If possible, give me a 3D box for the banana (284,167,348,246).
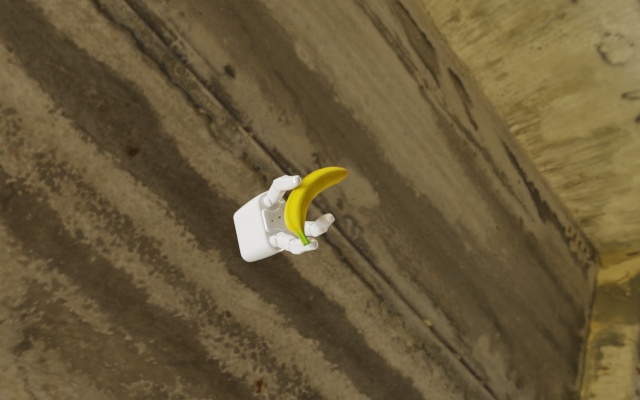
[{"bbox_3d":[-0.015,-0.007,0.845,0.069,0.197,0.037,43,-40,-14],"label":"banana"}]
